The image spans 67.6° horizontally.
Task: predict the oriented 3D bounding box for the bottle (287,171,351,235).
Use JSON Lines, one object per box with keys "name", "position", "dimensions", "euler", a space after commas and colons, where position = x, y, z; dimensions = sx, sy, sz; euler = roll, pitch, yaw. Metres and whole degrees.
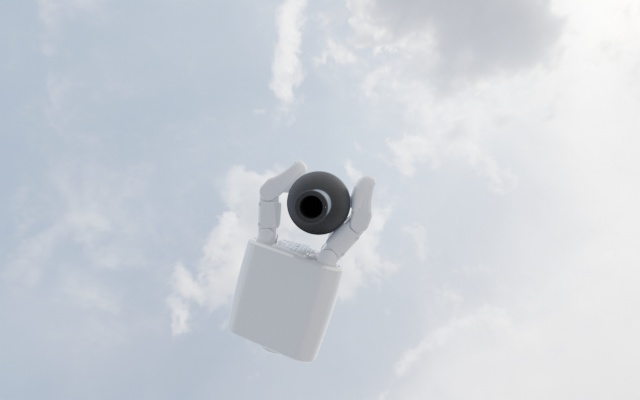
{"name": "bottle", "position": [0.000, 0.002, 0.529], "dimensions": [0.069, 0.069, 0.295], "euler": [0, 1, 3]}
